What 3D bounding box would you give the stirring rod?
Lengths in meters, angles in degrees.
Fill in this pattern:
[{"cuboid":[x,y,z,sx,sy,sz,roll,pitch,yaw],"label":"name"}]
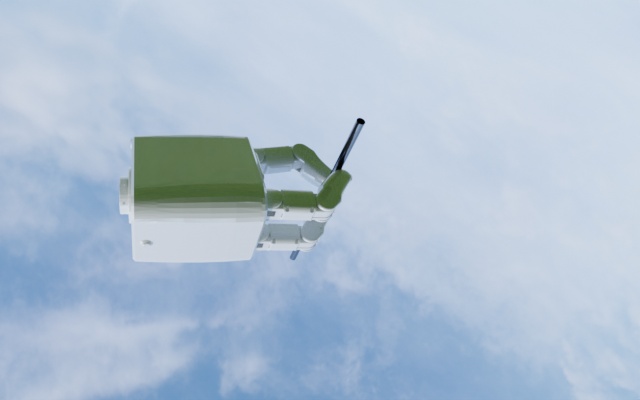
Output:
[{"cuboid":[0.000,0.002,0.497,0.011,0.011,0.240,0,-35,-20],"label":"stirring rod"}]
